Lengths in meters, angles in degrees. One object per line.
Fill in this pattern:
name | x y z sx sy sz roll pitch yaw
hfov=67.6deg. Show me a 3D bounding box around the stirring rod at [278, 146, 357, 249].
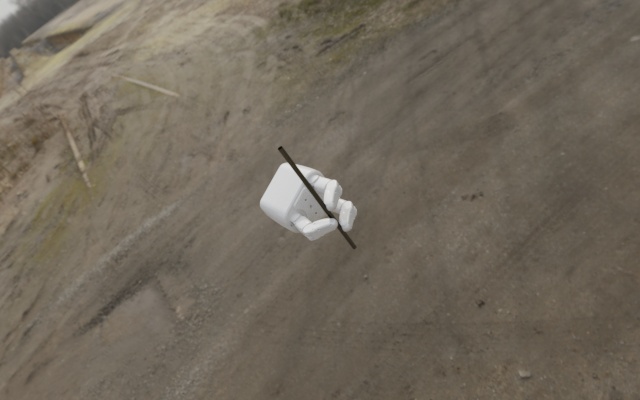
stirring rod | 0.000 0.003 0.772 0.011 0.011 0.240 0 -42 42
